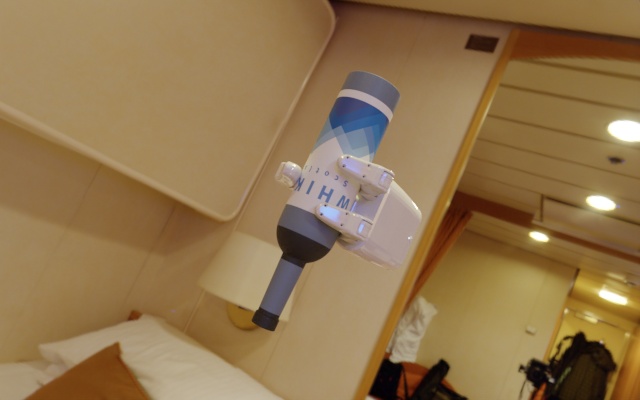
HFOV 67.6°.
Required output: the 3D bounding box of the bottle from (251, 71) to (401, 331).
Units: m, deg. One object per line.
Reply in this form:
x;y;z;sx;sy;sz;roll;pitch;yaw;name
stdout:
0.000;0.001;0.528;0.069;0.295;0.069;25;-8;4;bottle
